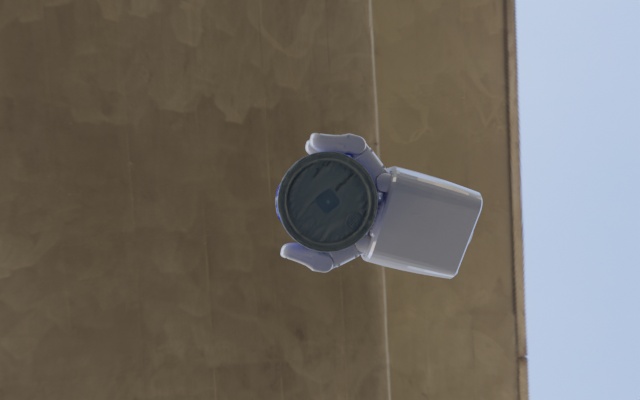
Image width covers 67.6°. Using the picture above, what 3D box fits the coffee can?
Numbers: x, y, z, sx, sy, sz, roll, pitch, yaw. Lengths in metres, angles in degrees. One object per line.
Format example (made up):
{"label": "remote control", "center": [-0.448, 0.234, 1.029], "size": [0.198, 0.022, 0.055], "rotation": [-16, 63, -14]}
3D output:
{"label": "coffee can", "center": [0.000, 0.002, 0.551], "size": [0.103, 0.103, 0.140], "rotation": [0, 0, -6]}
